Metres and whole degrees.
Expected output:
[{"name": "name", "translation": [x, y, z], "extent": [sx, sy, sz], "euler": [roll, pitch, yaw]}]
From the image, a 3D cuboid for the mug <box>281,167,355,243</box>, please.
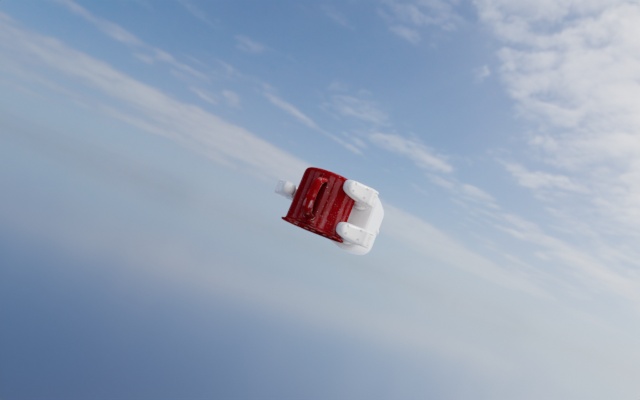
[{"name": "mug", "translation": [0.000, 0.002, 0.654], "extent": [0.093, 0.081, 0.117], "euler": [20, -7, 18]}]
